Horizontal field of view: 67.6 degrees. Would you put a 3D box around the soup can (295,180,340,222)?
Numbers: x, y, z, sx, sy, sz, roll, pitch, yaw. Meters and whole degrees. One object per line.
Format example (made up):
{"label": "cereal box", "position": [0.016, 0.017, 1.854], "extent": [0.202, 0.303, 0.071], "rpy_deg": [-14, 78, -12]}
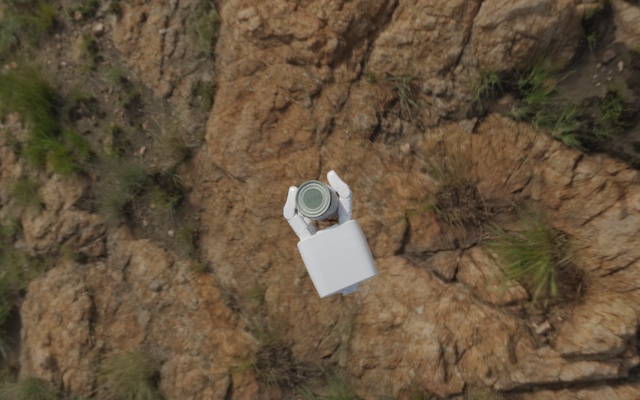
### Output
{"label": "soup can", "position": [0.000, 0.002, 0.867], "extent": [0.068, 0.068, 0.102], "rpy_deg": [0, -6, 16]}
